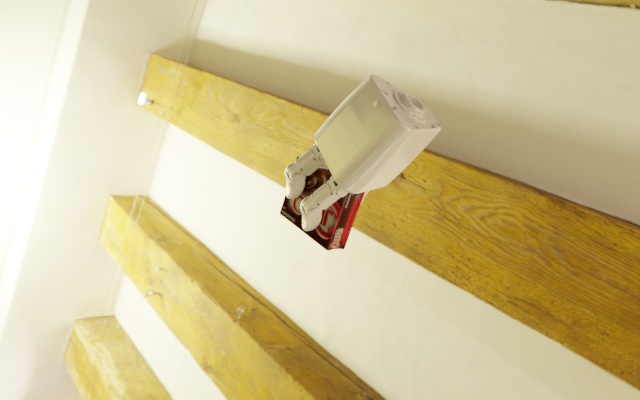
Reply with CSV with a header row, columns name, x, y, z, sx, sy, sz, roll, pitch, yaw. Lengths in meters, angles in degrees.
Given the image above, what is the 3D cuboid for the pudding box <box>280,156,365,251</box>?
name,x,y,z,sx,sy,sz,roll,pitch,yaw
pudding box,0.000,0.002,0.644,0.039,0.090,0.113,4,22,-42
